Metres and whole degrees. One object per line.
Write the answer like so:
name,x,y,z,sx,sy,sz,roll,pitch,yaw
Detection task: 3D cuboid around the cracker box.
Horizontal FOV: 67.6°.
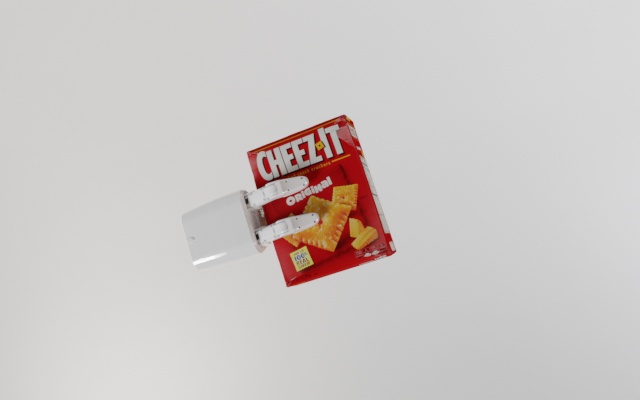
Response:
cracker box,0.000,0.003,0.711,0.164,0.213,0.072,-19,-8,12
